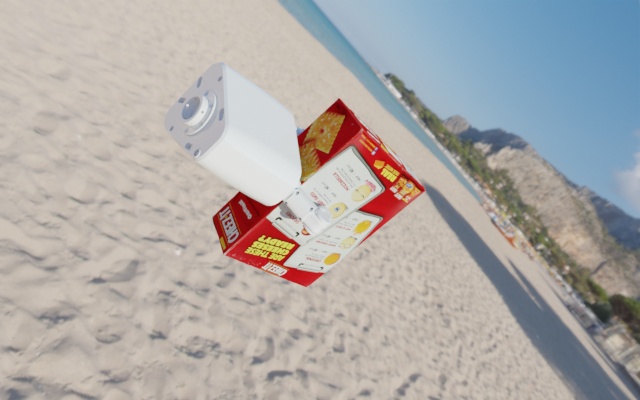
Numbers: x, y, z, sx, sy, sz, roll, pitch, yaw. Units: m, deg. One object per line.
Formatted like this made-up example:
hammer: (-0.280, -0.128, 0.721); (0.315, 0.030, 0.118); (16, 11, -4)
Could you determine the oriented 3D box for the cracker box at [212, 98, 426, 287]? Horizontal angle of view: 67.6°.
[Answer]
cracker box: (0.000, 0.002, 0.594); (0.214, 0.072, 0.164); (-41, -41, 15)
